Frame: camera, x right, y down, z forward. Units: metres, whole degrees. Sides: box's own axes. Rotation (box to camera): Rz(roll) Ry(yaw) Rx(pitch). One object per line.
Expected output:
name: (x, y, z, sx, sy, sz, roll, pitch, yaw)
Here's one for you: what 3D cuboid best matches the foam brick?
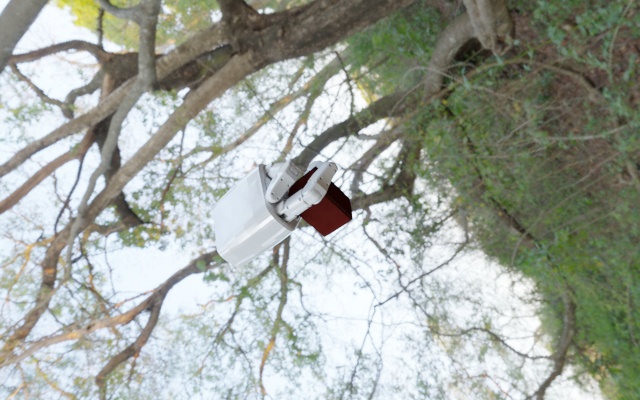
foam brick: (0.000, 0.002, 0.670, 0.051, 0.078, 0.053, -37, 27, 21)
